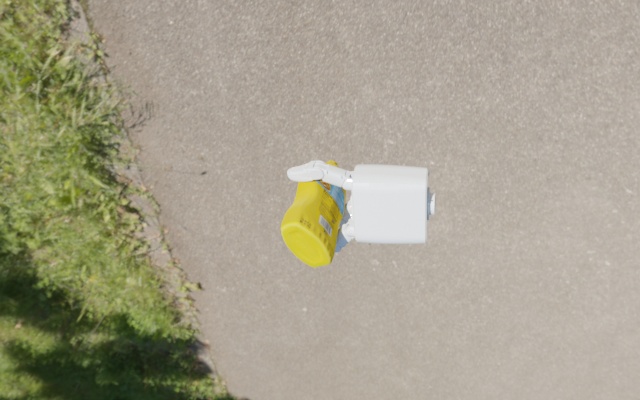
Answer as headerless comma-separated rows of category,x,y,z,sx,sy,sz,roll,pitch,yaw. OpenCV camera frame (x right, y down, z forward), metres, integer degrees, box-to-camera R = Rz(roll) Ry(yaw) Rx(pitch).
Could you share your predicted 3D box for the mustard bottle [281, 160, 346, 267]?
mustard bottle,0.000,0.003,0.740,0.058,0.096,0.191,-18,35,31
